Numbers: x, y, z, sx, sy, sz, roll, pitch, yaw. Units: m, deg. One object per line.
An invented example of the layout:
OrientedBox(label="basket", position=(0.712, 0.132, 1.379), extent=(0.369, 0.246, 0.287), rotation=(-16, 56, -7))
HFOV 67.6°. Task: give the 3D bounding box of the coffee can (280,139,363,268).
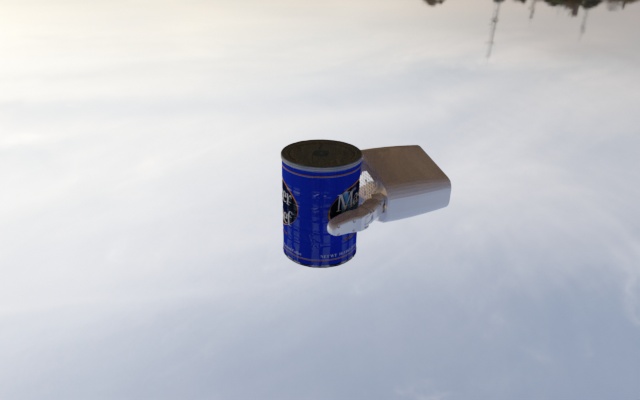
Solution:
OrientedBox(label="coffee can", position=(0.000, 0.002, 0.626), extent=(0.103, 0.140, 0.102), rotation=(1, 26, 0))
